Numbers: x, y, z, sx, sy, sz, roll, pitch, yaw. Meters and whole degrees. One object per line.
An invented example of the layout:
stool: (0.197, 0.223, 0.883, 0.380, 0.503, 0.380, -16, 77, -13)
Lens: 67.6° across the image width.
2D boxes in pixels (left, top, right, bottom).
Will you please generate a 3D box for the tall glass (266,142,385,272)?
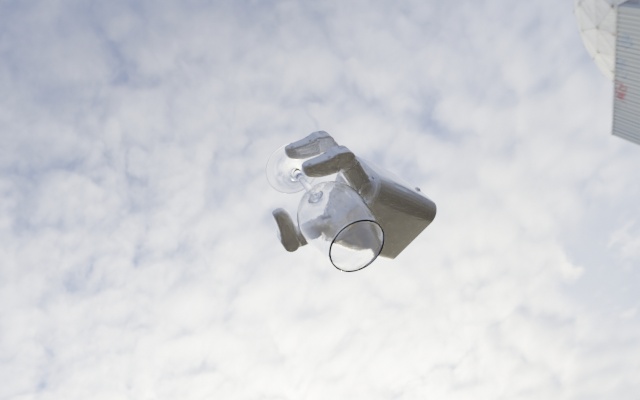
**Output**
tall glass: (0.000, 0.002, 0.556, 0.079, 0.079, 0.201, 0, 27, -24)
